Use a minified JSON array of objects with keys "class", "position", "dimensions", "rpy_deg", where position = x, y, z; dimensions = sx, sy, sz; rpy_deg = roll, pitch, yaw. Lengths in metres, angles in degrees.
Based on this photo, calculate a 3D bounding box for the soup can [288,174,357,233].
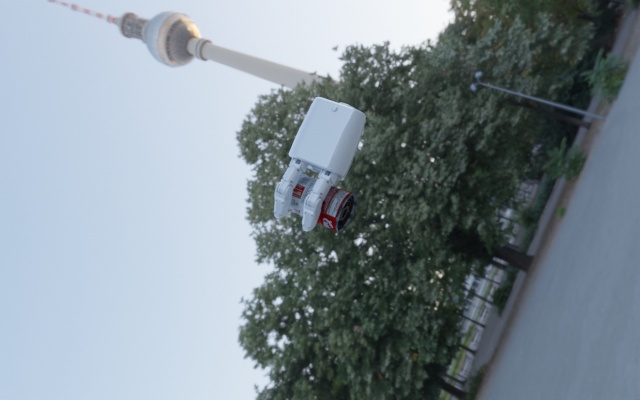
[{"class":"soup can","position":[0.000,0.003,0.787],"dimensions":[0.102,0.068,0.068],"rpy_deg":[23,8,21]}]
